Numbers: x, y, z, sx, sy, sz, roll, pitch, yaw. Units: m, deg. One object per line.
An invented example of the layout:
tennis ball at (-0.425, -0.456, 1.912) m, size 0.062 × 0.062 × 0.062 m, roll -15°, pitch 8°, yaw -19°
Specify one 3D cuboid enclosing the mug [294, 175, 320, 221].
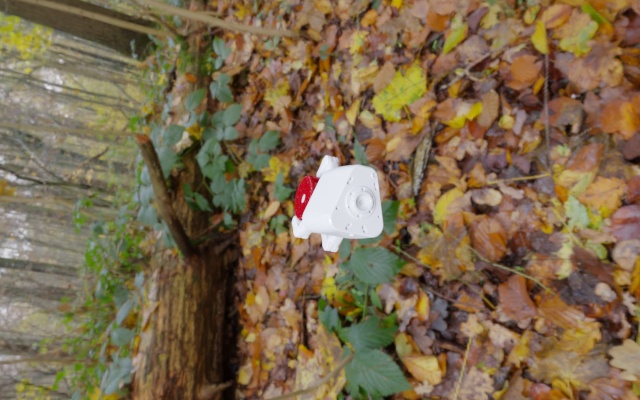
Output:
mug at (-0.001, 0.003, 0.861) m, size 0.081 × 0.093 × 0.117 m, roll 12°, pitch -8°, yaw -22°
